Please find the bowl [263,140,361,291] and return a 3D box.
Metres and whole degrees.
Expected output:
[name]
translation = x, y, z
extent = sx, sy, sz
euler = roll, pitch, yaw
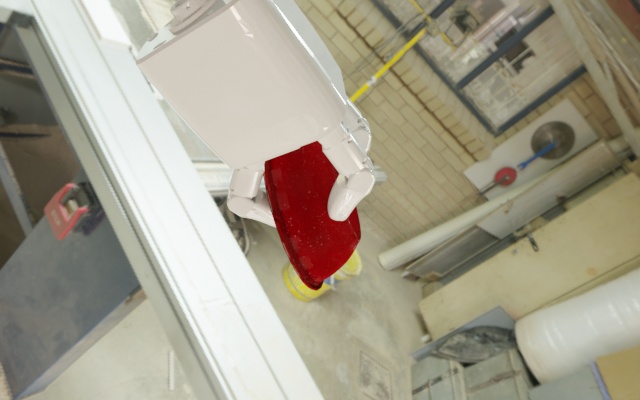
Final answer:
[bowl]
translation = 0.001, 0.002, 0.461
extent = 0.055, 0.162, 0.162
euler = -16, -3, 10
